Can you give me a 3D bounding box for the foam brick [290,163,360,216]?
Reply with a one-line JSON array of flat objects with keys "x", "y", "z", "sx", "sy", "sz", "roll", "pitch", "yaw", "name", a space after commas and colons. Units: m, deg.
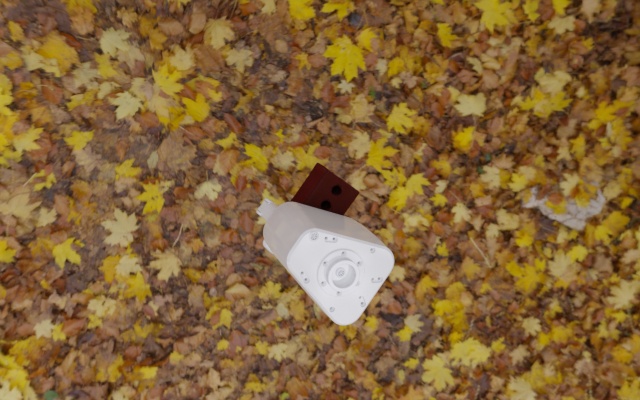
[{"x": 0.000, "y": 0.002, "z": 0.586, "sx": 0.053, "sy": 0.078, "sz": 0.051, "roll": 34, "pitch": 0, "yaw": -20, "name": "foam brick"}]
